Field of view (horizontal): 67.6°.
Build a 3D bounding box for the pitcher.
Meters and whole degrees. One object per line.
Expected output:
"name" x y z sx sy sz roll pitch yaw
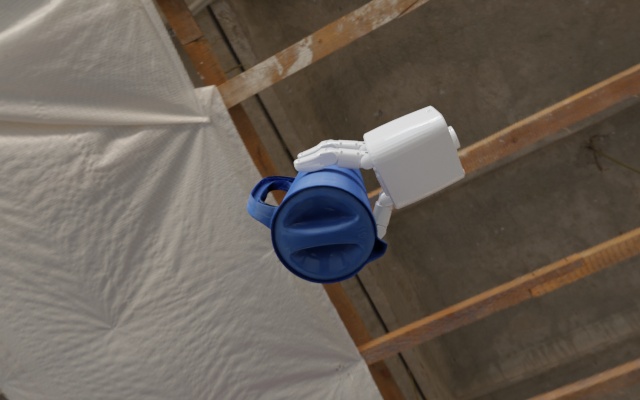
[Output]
"pitcher" 0.000 0.002 0.695 0.145 0.149 0.242 -27 16 11
